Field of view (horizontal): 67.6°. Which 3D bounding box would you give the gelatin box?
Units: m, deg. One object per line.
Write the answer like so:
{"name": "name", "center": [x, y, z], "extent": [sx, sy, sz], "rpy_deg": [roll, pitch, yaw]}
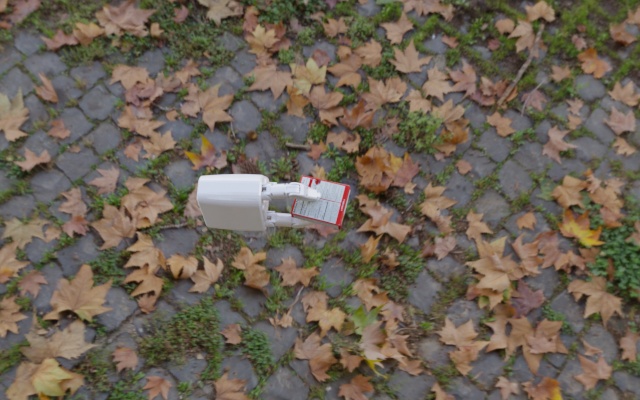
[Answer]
{"name": "gelatin box", "center": [0.000, 0.003, 0.821], "extent": [0.089, 0.073, 0.030], "rpy_deg": [13, -16, 8]}
